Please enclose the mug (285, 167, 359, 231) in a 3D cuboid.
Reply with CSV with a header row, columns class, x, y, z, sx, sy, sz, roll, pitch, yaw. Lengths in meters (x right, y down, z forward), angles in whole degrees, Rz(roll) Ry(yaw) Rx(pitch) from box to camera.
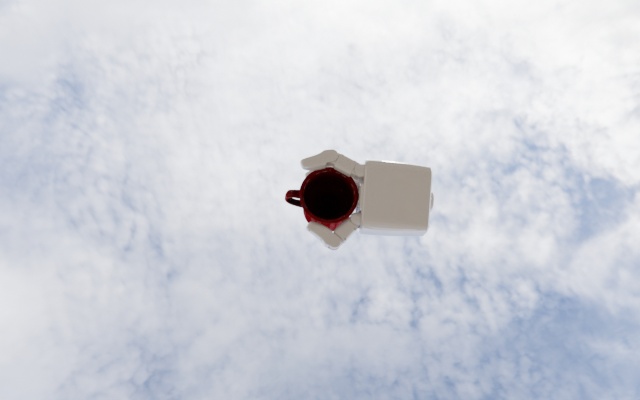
class,x,y,z,sx,sy,sz,roll,pitch,yaw
mug,-0.001,0.003,0.779,0.117,0.093,0.081,5,-19,-1
